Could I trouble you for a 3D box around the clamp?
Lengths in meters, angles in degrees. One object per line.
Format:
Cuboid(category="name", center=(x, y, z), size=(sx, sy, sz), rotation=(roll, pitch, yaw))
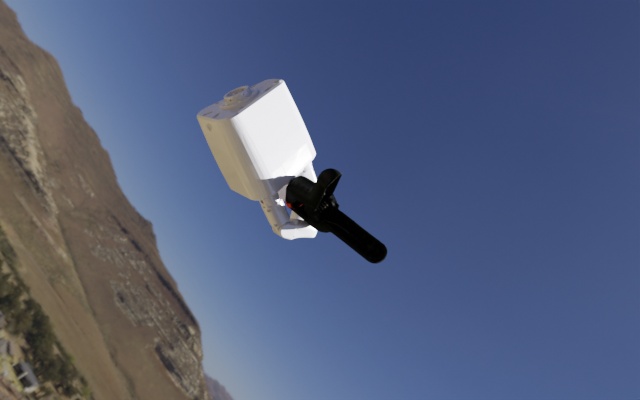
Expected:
Cuboid(category="clamp", center=(0.001, 0.001, 0.550), size=(0.039, 0.120, 0.171), rotation=(-36, 31, -22))
